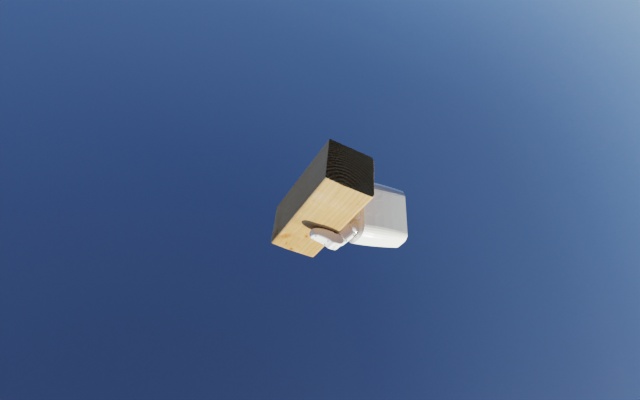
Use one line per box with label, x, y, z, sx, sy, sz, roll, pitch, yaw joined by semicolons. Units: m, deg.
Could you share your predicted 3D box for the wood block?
wood block;0.000;0.003;0.833;0.090;0.090;0.206;22;-43;-19
